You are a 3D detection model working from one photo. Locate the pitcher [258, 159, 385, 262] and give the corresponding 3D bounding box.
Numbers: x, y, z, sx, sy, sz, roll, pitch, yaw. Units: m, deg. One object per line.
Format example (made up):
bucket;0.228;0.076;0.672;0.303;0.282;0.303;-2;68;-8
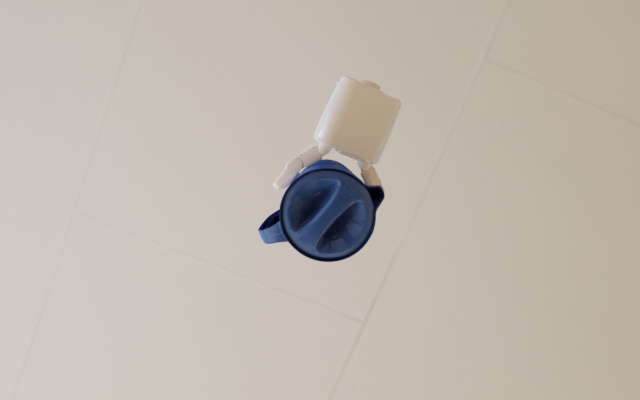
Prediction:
pitcher;0.000;0.002;0.762;0.149;0.145;0.242;21;10;-4
